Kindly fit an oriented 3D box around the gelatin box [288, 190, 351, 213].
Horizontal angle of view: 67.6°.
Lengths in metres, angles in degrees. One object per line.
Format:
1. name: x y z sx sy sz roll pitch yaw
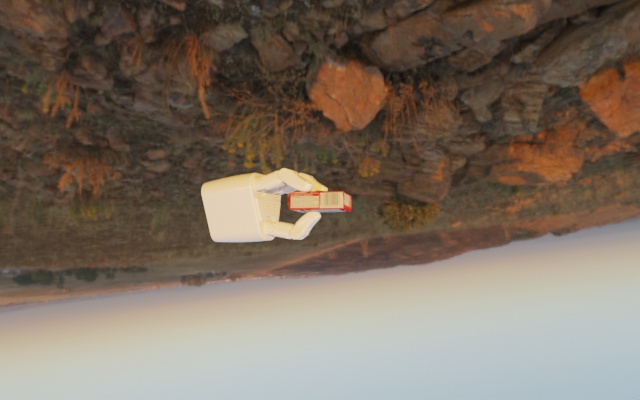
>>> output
1. gelatin box: 0.000 0.003 0.762 0.089 0.030 0.073 -1 -5 13
